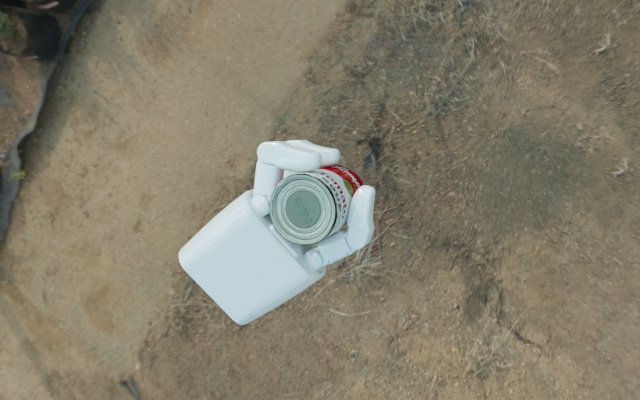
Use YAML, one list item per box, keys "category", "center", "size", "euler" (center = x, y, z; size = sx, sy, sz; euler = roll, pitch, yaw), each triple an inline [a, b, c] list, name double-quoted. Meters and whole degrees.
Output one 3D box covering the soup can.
- category: "soup can"
  center: [0.000, 0.001, 0.474]
  size: [0.068, 0.068, 0.102]
  euler: [0, 8, 21]
